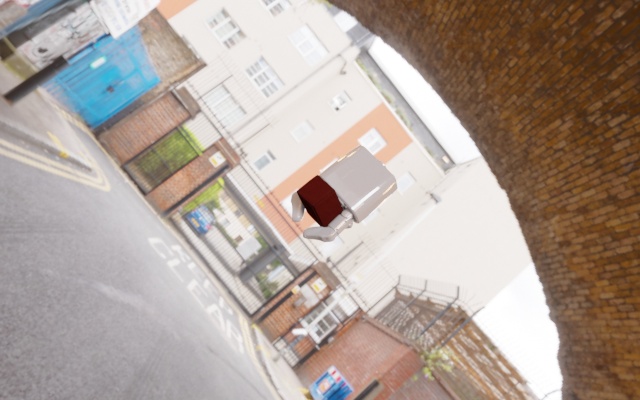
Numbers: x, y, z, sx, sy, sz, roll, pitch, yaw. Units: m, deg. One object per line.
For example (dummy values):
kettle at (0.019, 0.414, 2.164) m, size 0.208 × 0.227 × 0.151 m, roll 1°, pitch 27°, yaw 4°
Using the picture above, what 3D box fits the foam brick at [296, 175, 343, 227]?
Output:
foam brick at (0.000, 0.003, 0.861) m, size 0.053 × 0.051 × 0.078 m, roll 44°, pitch -12°, yaw 35°
